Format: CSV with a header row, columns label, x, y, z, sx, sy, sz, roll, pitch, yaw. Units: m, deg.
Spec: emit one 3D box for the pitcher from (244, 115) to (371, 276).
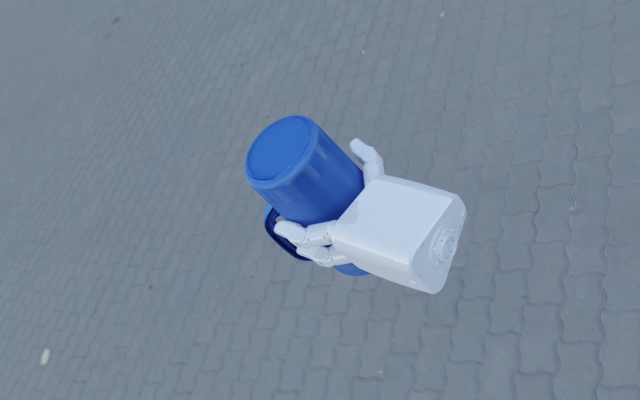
label,x,y,z,sx,sy,sz,roll,pitch,yaw
pitcher,0.000,0.002,0.649,0.145,0.149,0.243,20,-17,42
